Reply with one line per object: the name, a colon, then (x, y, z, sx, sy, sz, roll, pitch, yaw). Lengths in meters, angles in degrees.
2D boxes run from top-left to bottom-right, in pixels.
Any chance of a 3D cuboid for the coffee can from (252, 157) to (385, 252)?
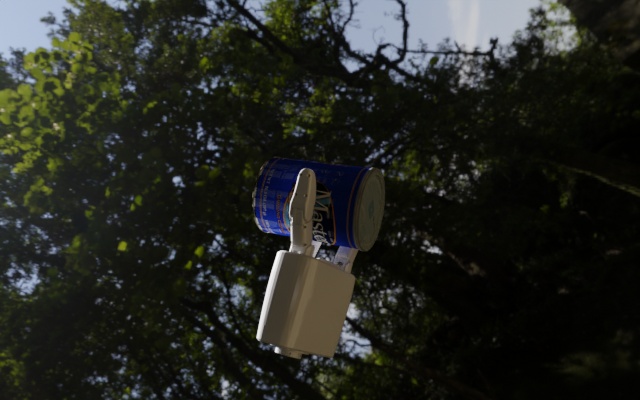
coffee can: (0.000, 0.002, 0.607, 0.140, 0.103, 0.103, 9, 3, 23)
